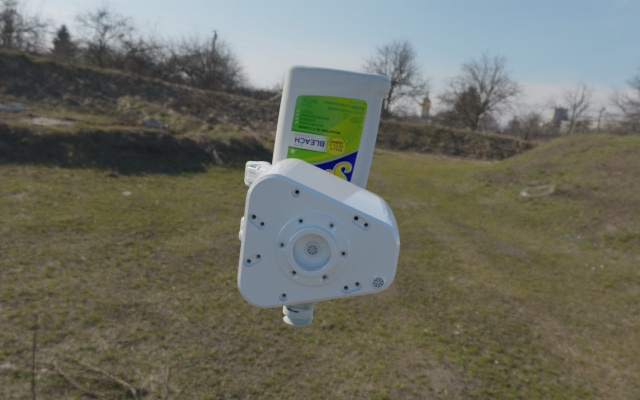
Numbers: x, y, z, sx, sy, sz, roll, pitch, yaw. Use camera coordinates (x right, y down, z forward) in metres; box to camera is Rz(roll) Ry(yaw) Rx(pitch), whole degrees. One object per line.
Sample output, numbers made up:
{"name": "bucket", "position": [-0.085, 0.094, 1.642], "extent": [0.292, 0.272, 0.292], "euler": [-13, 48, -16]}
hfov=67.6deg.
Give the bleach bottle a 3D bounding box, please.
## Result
{"name": "bleach bottle", "position": [0.000, 0.001, 0.471], "extent": [0.102, 0.251, 0.068], "euler": [7, 9, 2]}
